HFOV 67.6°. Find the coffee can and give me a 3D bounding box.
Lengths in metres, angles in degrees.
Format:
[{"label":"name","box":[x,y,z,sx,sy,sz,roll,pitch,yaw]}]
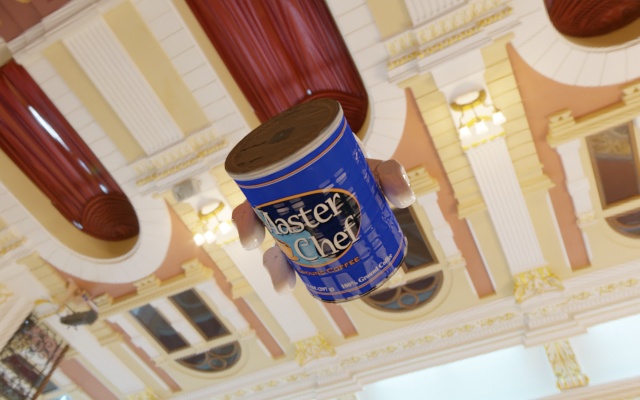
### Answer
[{"label":"coffee can","box":[0.000,0.001,0.403,0.103,0.140,0.102,-23,28,13]}]
